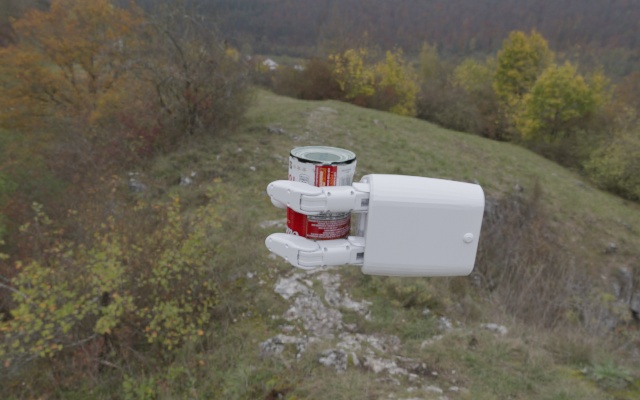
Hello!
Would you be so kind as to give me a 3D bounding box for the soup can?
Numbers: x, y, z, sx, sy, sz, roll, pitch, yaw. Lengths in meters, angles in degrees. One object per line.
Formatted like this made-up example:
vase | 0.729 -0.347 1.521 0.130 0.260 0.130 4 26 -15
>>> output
soup can | 0.000 0.001 0.485 0.068 0.102 0.068 3 19 -1
